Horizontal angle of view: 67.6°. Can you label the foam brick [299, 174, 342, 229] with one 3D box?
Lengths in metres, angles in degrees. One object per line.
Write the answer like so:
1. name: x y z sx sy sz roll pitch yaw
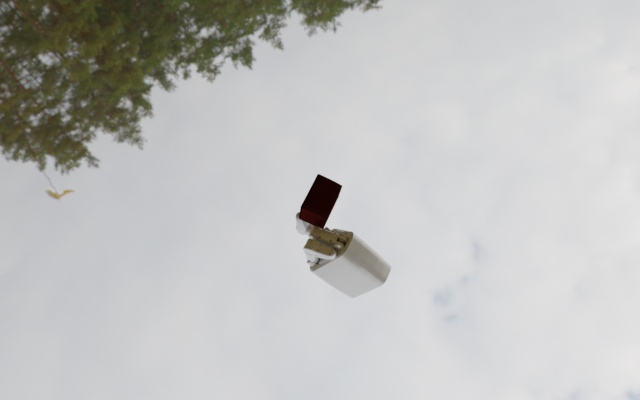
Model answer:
1. foam brick: 0.000 0.003 0.874 0.051 0.078 0.053 24 -27 5
